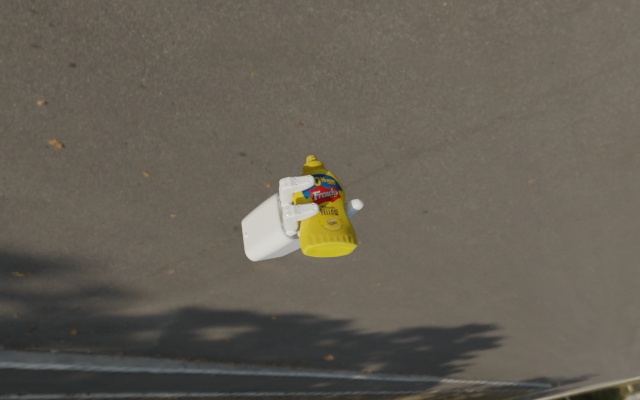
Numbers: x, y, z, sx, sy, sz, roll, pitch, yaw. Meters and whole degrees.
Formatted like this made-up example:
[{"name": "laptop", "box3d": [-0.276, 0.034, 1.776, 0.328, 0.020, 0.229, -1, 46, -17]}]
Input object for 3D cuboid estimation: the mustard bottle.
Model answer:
[{"name": "mustard bottle", "box3d": [0.000, 0.003, 0.842, 0.096, 0.191, 0.058, 1, -31, -23]}]
